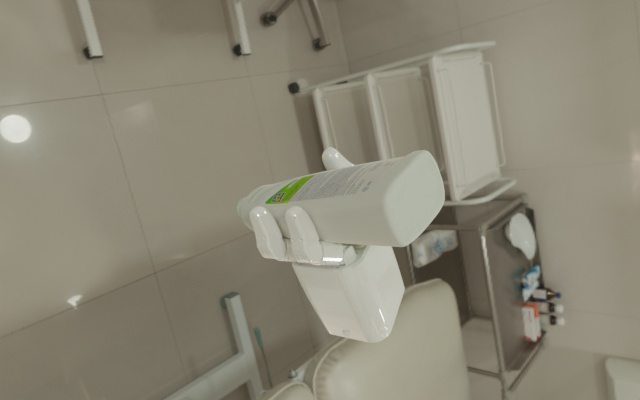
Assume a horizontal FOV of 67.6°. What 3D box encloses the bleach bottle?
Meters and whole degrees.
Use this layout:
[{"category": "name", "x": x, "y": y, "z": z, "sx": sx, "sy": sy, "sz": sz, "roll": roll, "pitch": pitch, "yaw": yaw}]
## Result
[{"category": "bleach bottle", "x": 0.000, "y": 0.002, "z": 0.525, "sx": 0.251, "sy": 0.068, "sz": 0.102, "roll": -2, "pitch": 29, "yaw": 44}]
